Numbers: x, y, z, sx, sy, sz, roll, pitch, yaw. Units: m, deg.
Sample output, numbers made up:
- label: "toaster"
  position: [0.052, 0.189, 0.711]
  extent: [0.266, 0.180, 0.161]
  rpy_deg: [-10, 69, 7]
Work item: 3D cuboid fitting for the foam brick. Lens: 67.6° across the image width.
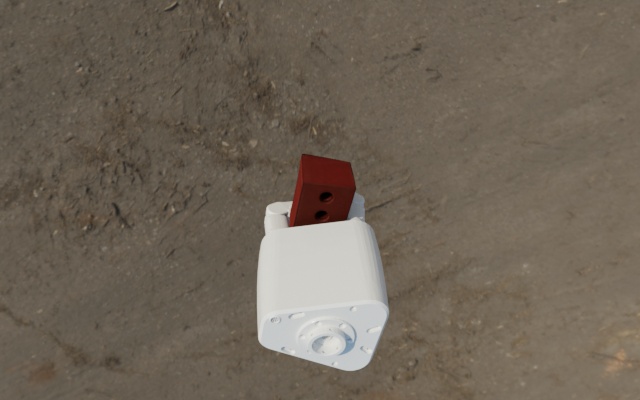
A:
- label: "foam brick"
  position: [0.000, 0.001, 0.484]
  extent: [0.053, 0.078, 0.051]
  rpy_deg: [7, 34, -9]
